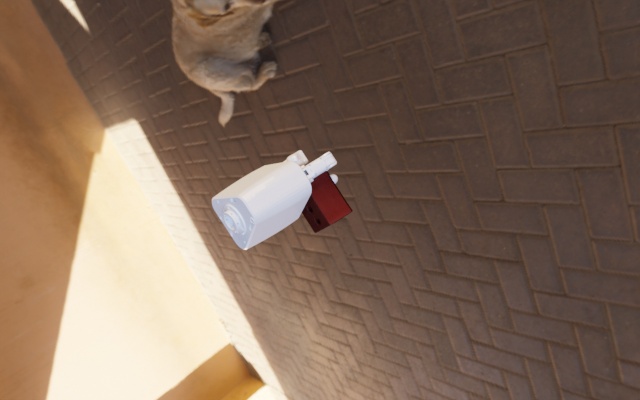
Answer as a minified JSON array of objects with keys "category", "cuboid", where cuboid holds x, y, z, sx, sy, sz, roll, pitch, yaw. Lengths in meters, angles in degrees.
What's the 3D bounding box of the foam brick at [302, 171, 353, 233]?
[{"category":"foam brick","cuboid":[0.000,0.003,0.745,0.051,0.078,0.053,-34,1,-34]}]
